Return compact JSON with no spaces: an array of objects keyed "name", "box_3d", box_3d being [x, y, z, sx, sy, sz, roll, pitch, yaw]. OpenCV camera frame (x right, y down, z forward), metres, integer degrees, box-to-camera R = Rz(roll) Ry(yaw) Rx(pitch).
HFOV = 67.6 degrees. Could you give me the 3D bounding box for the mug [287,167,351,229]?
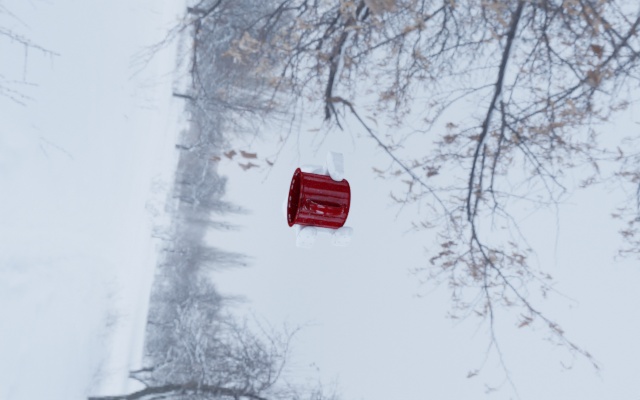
[{"name":"mug","box_3d":[0.001,0.003,0.729,0.081,0.093,0.117,8,7,-15]}]
